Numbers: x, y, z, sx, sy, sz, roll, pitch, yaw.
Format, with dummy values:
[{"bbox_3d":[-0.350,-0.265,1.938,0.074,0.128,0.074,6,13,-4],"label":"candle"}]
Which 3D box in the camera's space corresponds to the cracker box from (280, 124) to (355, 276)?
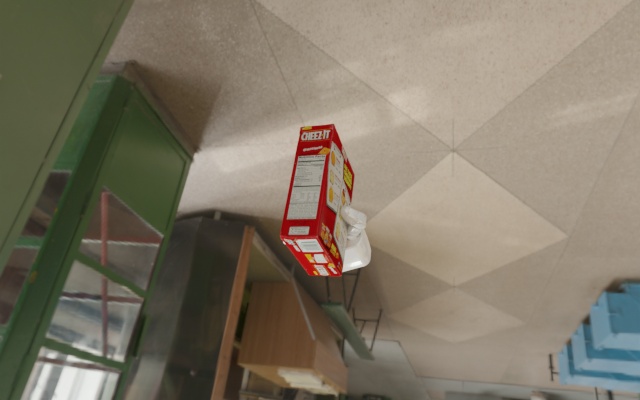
[{"bbox_3d":[0.000,0.003,0.827,0.072,0.213,0.164,-1,-30,17],"label":"cracker box"}]
